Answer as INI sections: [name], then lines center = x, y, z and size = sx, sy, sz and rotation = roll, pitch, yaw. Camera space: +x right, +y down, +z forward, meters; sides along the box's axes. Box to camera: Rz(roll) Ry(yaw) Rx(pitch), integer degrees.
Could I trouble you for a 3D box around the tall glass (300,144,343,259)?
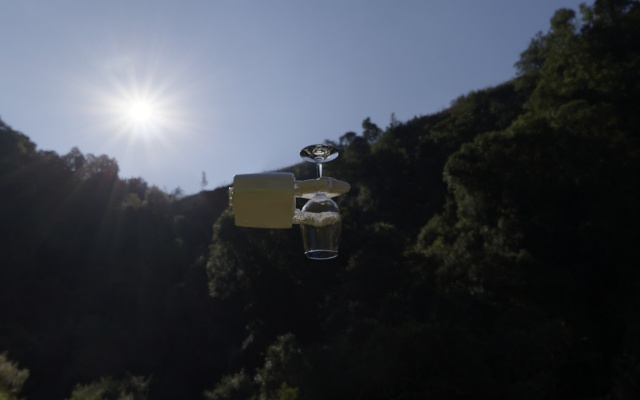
[tall glass]
center = 0.000, 0.002, 0.872
size = 0.079, 0.201, 0.079
rotation = -2, -21, -1
